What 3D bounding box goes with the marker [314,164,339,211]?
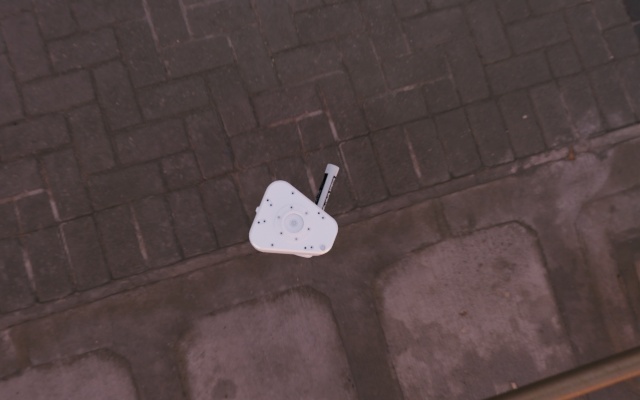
[{"bbox_3d":[0.000,0.002,0.741,0.020,0.121,0.020,20,-6,2],"label":"marker"}]
